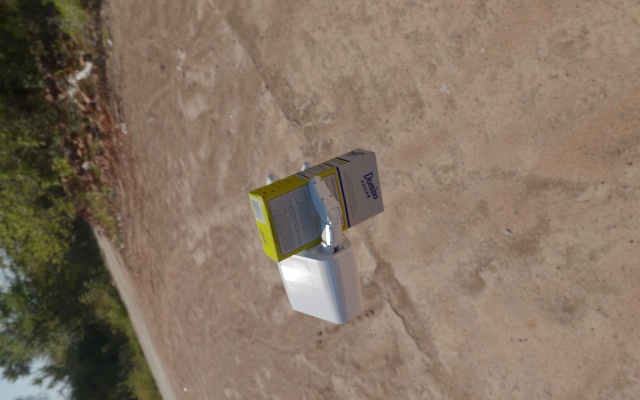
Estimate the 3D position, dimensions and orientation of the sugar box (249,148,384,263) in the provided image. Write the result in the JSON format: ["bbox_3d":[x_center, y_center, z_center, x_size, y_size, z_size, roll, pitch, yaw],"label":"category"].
[{"bbox_3d":[0.000,0.002,0.638,0.176,0.093,0.048,-24,26,-28],"label":"sugar box"}]
